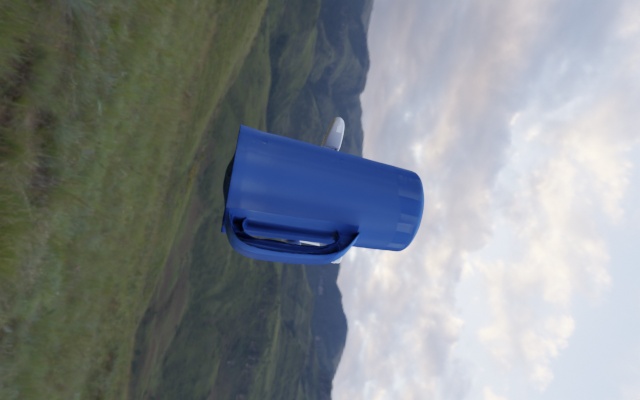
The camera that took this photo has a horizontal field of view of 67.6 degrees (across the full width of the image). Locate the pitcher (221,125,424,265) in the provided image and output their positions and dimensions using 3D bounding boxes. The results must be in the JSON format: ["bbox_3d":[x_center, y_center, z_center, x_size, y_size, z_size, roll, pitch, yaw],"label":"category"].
[{"bbox_3d":[0.000,0.002,0.596,0.243,0.149,0.145,11,0,-10],"label":"pitcher"}]
